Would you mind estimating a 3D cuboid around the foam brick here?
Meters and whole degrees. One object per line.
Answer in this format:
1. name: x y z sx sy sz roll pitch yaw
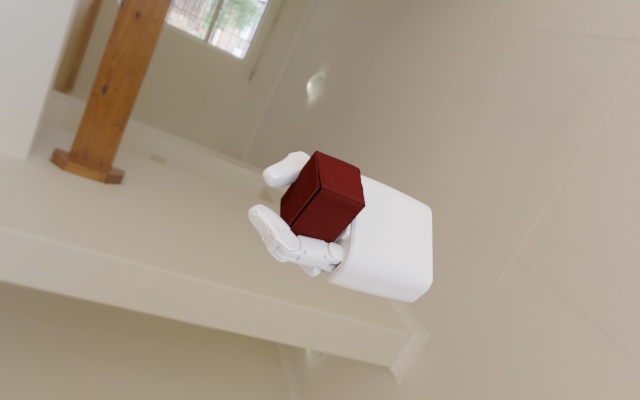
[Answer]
1. foam brick: 0.000 0.001 0.461 0.051 0.053 0.078 20 -48 -23
